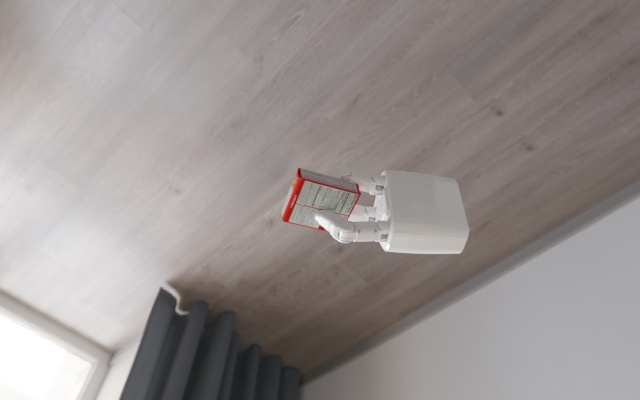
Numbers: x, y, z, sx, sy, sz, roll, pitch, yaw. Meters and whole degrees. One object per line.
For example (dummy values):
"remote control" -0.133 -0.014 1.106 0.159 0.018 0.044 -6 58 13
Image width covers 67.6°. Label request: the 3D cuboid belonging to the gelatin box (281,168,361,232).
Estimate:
"gelatin box" 0.000 0.002 0.645 0.089 0.073 0.030 13 32 -17
